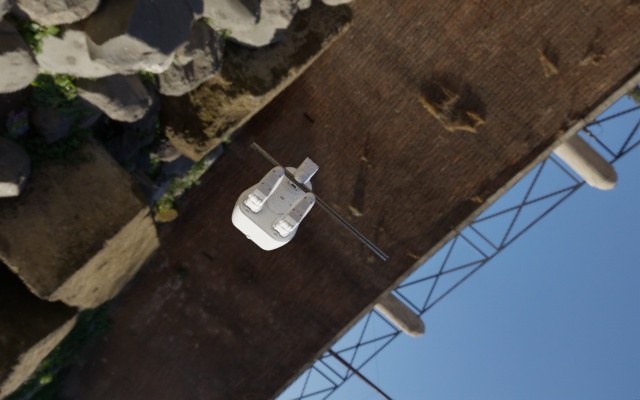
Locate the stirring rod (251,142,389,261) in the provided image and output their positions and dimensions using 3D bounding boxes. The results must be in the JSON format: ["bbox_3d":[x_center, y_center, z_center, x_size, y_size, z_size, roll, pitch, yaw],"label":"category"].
[{"bbox_3d":[0.000,0.002,0.648,0.239,0.011,0.011,40,-4,-4],"label":"stirring rod"}]
